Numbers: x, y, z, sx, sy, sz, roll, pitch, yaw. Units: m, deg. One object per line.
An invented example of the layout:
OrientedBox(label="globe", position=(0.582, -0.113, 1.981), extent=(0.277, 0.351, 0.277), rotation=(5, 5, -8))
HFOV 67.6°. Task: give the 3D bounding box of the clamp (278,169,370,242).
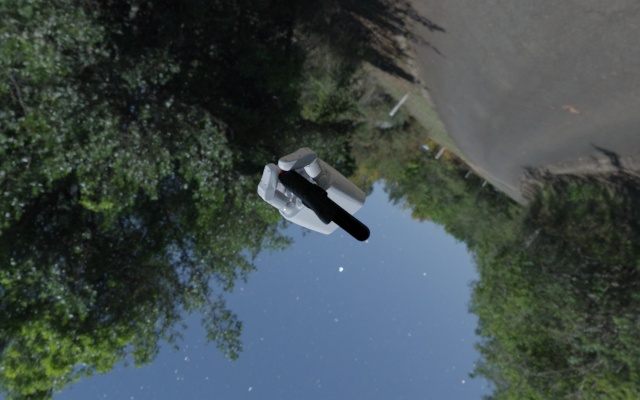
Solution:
OrientedBox(label="clamp", position=(0.000, 0.003, 0.711), extent=(0.120, 0.039, 0.171), rotation=(40, 3, -46))
